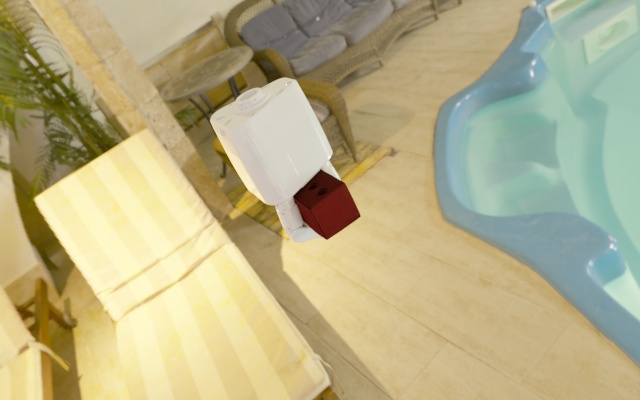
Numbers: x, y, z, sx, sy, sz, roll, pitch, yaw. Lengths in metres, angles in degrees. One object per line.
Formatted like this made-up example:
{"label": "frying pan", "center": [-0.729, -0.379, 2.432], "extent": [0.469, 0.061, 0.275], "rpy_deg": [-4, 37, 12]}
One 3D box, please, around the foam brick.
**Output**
{"label": "foam brick", "center": [0.000, 0.002, 0.576], "extent": [0.053, 0.051, 0.078], "rpy_deg": [-36, 33, -15]}
